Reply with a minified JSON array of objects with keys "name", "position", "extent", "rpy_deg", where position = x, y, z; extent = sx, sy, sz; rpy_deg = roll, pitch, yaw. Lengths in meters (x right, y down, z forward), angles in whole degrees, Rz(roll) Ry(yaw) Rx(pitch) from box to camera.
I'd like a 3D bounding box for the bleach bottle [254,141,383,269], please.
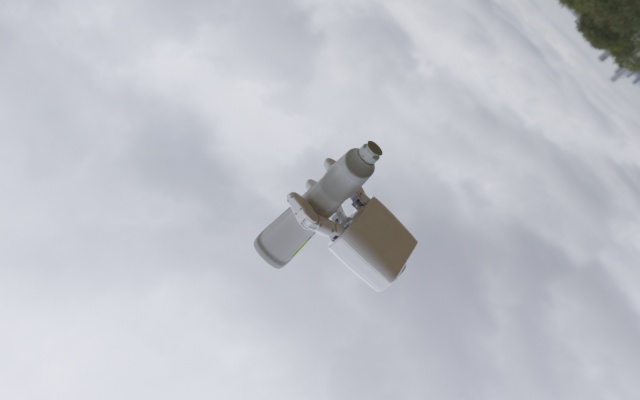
[{"name":"bleach bottle","position":[0.000,0.002,0.740],"extent":[0.251,0.068,0.102],"rpy_deg":[-45,1,33]}]
